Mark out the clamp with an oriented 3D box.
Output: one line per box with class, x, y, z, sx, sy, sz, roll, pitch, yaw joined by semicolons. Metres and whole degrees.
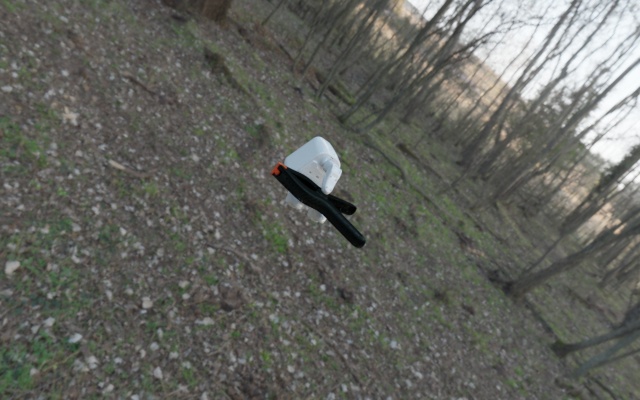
clamp;0.000;0.002;0.893;0.210;0.036;0.164;33;16;-22
